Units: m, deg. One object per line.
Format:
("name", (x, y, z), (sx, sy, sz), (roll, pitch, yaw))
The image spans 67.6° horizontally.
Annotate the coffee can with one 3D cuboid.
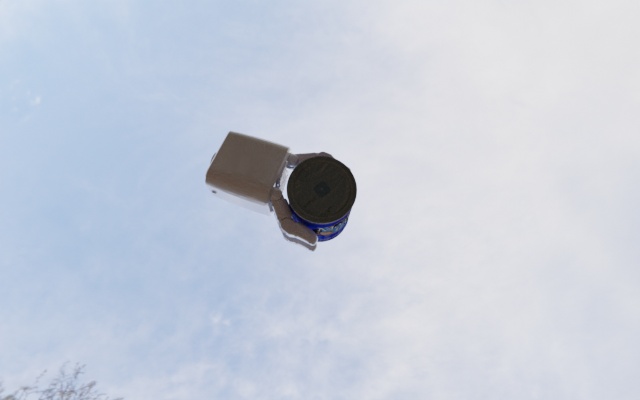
("coffee can", (0.000, 0.002, 0.757), (0.103, 0.102, 0.140), (0, -16, -2))
